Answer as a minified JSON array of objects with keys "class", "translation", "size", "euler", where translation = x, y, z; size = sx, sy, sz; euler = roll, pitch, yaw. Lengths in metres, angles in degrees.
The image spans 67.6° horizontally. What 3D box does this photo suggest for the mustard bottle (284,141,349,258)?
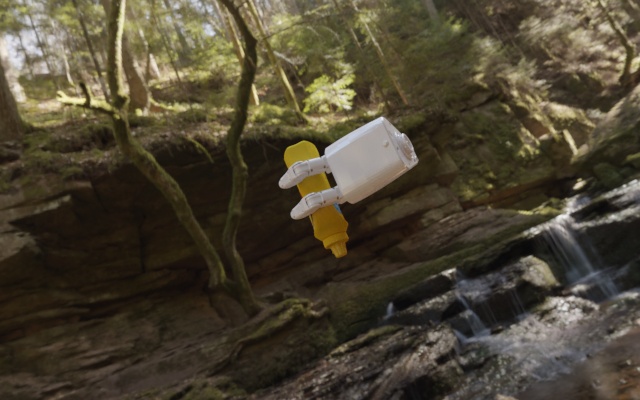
[{"class":"mustard bottle","translation":[0.000,0.002,0.786],"size":[0.058,0.191,0.096],"euler":[-23,-16,0]}]
